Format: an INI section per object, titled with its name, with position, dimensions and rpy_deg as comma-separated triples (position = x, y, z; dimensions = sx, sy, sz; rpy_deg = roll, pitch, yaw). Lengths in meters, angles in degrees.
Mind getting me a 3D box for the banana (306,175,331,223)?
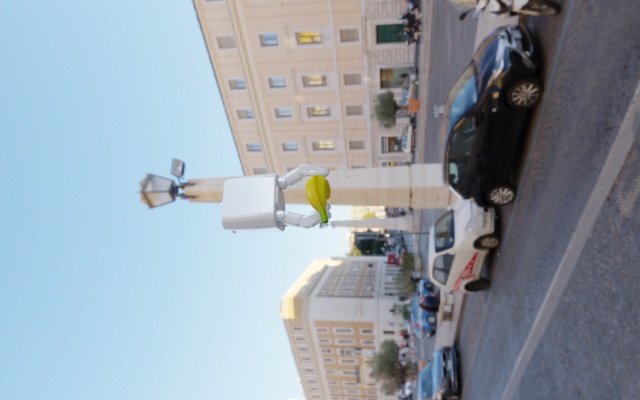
[banana]
position = -0.003, -0.014, 0.881
dimensions = 0.037, 0.070, 0.197
rpy_deg = -9, 13, 6
